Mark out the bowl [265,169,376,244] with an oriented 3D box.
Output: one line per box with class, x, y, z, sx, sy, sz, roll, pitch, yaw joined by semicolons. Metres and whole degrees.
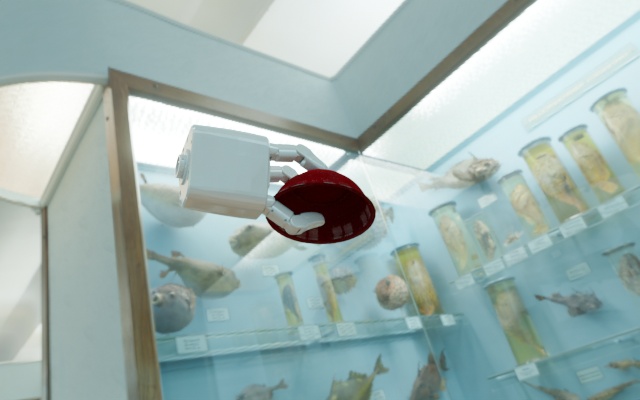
bowl;0.001;0.002;0.710;0.162;0.055;0.162;1;-36;1
